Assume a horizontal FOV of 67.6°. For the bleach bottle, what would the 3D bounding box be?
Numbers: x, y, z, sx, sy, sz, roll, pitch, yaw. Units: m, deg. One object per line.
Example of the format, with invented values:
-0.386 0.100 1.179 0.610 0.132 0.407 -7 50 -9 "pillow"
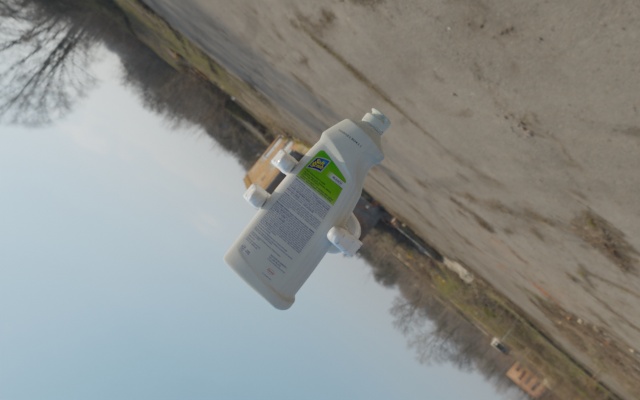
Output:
0.000 0.002 0.568 0.102 0.251 0.068 39 1 12 "bleach bottle"
